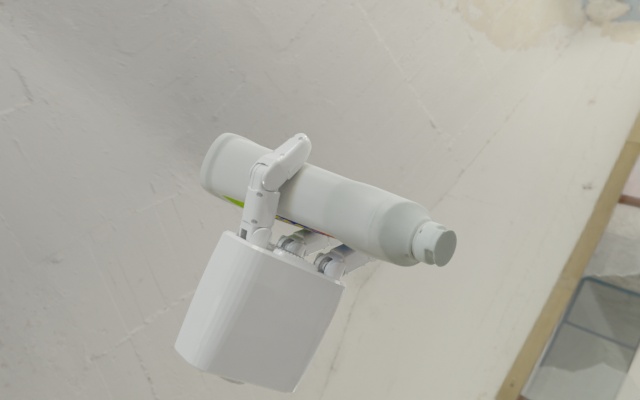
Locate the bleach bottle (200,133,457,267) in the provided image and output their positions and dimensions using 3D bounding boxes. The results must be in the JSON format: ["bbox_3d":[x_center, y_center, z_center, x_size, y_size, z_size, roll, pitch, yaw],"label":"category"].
[{"bbox_3d":[0.000,0.001,0.422,0.250,0.068,0.102,20,-5,45],"label":"bleach bottle"}]
